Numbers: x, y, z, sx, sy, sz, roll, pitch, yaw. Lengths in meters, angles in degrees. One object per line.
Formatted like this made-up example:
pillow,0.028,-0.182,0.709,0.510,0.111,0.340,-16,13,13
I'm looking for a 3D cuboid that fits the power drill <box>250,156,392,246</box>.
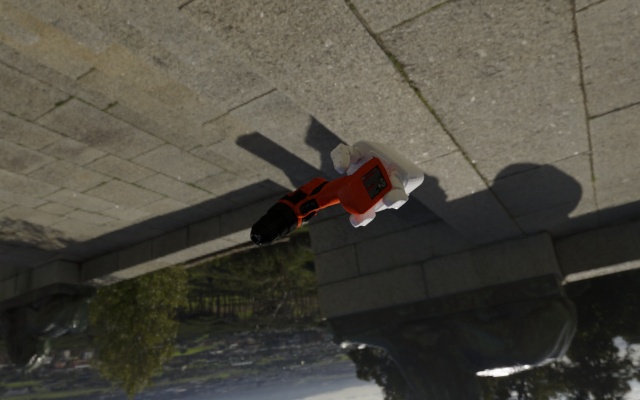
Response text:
power drill,0.001,0.002,0.724,0.188,0.057,0.184,-15,18,44
